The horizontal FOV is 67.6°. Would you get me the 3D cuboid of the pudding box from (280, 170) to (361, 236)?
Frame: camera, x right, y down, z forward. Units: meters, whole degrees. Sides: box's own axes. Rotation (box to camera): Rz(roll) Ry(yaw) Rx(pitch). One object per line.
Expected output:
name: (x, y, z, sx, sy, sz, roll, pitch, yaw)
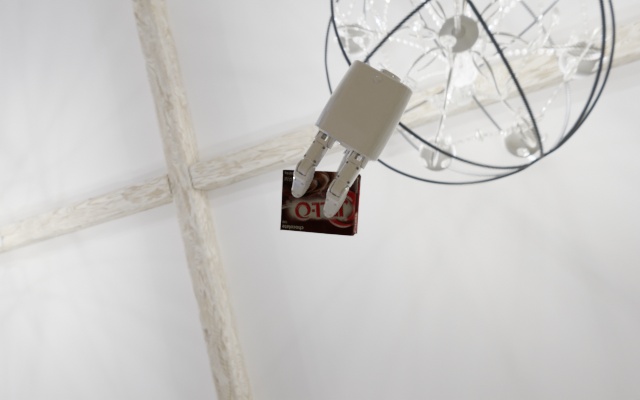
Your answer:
pudding box: (0.000, 0.002, 0.694, 0.113, 0.090, 0.039, 3, 2, 18)
